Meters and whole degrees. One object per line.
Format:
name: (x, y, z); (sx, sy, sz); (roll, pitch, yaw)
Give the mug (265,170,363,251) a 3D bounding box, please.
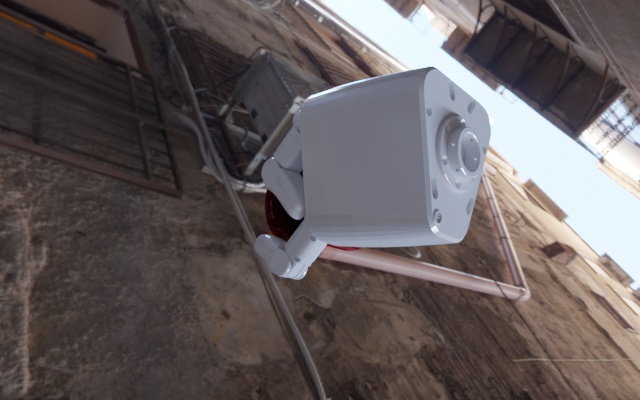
mug: (-0.001, 0.002, 0.455); (0.081, 0.093, 0.117); (19, -15, -41)
